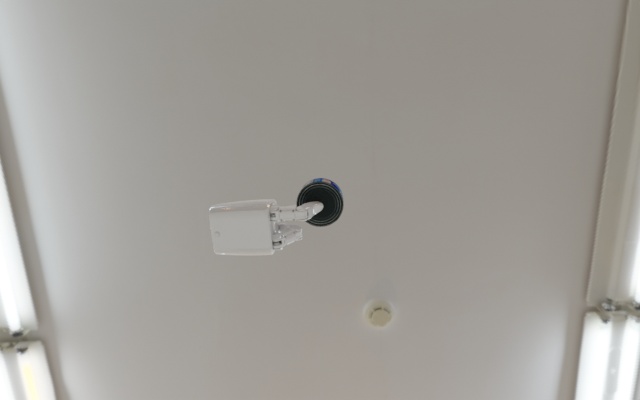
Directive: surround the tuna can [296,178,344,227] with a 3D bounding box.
[{"bbox_3d":[0.000,0.003,0.879,0.086,0.086,0.033,0,17,5],"label":"tuna can"}]
